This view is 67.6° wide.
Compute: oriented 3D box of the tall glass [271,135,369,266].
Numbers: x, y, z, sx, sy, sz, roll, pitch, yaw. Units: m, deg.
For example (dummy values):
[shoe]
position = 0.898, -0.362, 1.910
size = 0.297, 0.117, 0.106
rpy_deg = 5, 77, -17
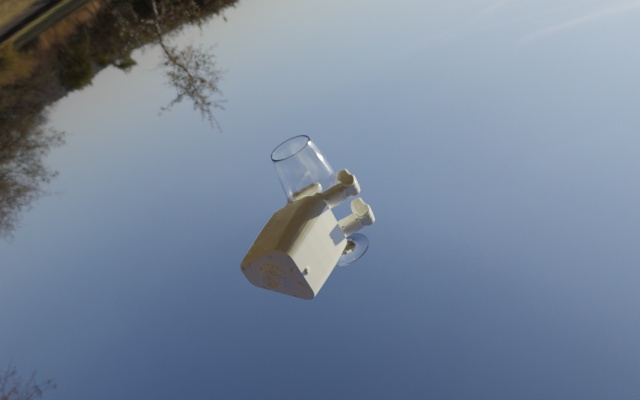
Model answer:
[tall glass]
position = 0.000, 0.003, 0.713
size = 0.079, 0.201, 0.079
rpy_deg = -22, 29, 13
